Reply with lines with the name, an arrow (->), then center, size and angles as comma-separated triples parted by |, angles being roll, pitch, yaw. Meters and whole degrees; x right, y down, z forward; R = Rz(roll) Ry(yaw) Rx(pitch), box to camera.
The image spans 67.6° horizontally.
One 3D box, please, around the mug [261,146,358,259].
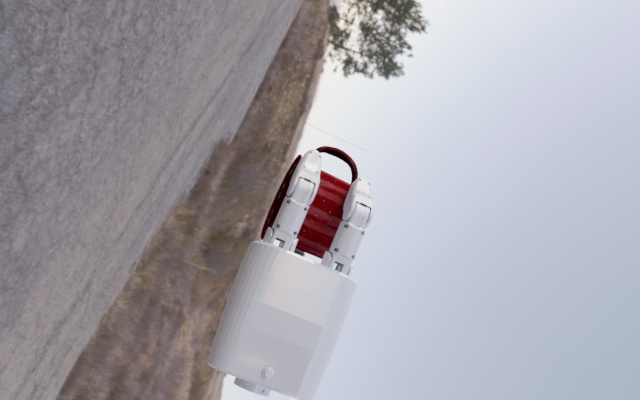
mug -> 0.001, 0.000, 0.484 | 0.081, 0.117, 0.093 | 25, -15, -10
